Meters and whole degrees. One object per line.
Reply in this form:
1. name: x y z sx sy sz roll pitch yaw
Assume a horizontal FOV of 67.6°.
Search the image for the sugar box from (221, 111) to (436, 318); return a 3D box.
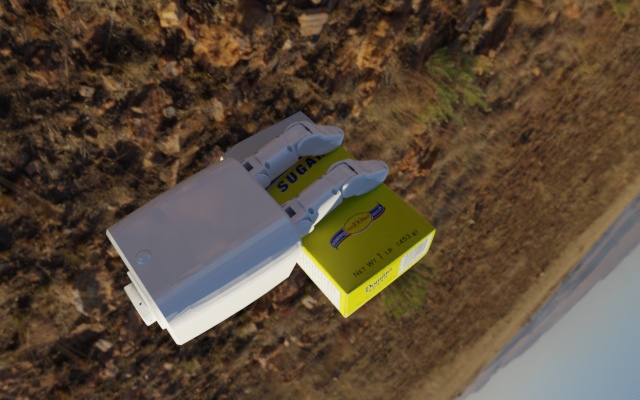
1. sugar box: 0.000 0.001 0.404 0.093 0.176 0.048 -33 -30 -22
